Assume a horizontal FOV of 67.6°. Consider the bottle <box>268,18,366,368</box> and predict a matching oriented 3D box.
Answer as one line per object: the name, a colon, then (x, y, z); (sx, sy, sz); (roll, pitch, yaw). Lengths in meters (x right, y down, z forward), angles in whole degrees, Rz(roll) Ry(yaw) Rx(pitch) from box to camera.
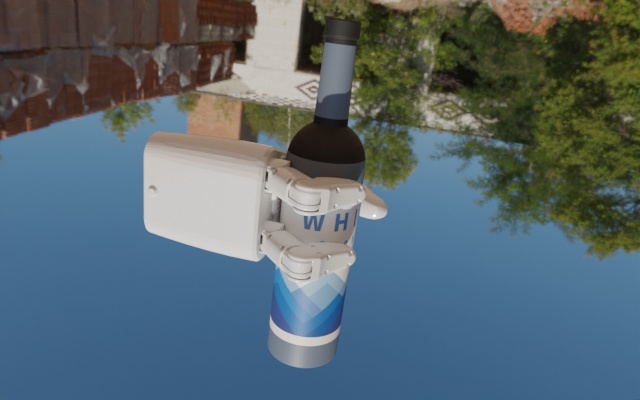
bottle: (0.000, 0.002, 0.409); (0.069, 0.296, 0.069); (6, 19, -2)
